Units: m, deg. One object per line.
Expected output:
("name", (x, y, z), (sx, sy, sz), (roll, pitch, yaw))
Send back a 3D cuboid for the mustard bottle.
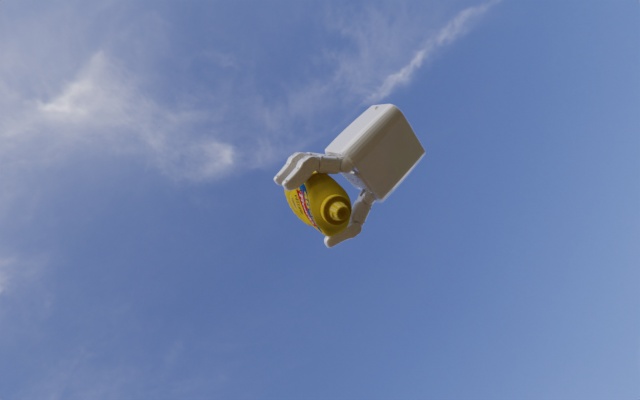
("mustard bottle", (0.000, 0.002, 0.698), (0.058, 0.096, 0.191), (-22, 15, -14))
